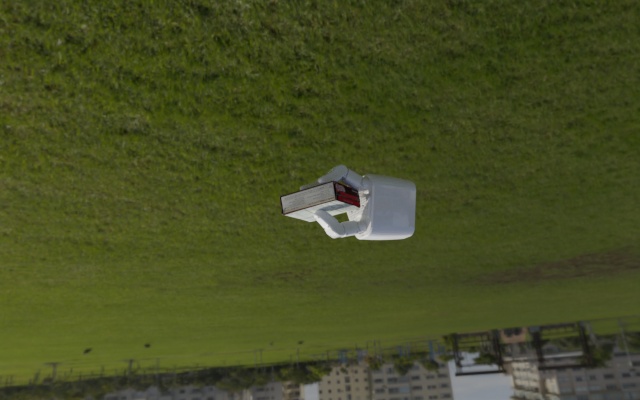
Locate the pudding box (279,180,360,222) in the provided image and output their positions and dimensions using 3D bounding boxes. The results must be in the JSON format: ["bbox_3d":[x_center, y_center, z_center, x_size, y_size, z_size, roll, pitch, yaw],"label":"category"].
[{"bbox_3d":[0.000,0.003,0.829,0.113,0.039,0.090,-17,-19,27],"label":"pudding box"}]
